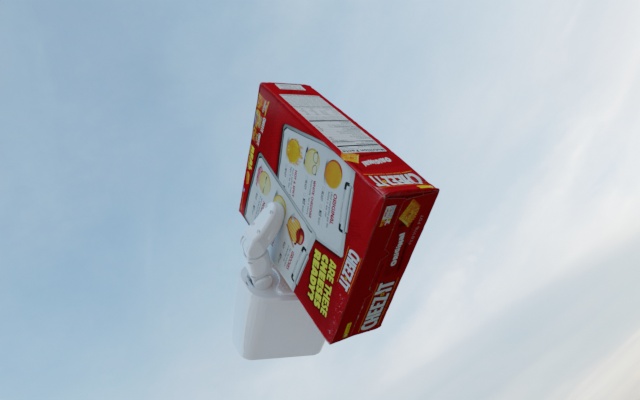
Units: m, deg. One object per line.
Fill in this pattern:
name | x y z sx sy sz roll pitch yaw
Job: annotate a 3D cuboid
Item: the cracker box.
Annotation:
cracker box | 0.000 0.001 0.472 0.072 0.164 0.213 -8 38 -33
